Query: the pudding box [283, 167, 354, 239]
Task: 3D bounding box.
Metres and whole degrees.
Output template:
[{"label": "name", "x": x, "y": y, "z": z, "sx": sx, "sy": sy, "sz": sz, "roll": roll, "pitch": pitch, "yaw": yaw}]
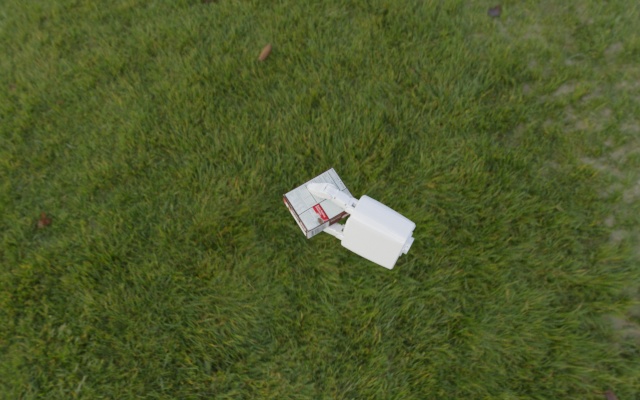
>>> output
[{"label": "pudding box", "x": 0.000, "y": 0.003, "z": 0.888, "sx": 0.113, "sy": 0.090, "sz": 0.039, "roll": -29, "pitch": -19, "yaw": -14}]
